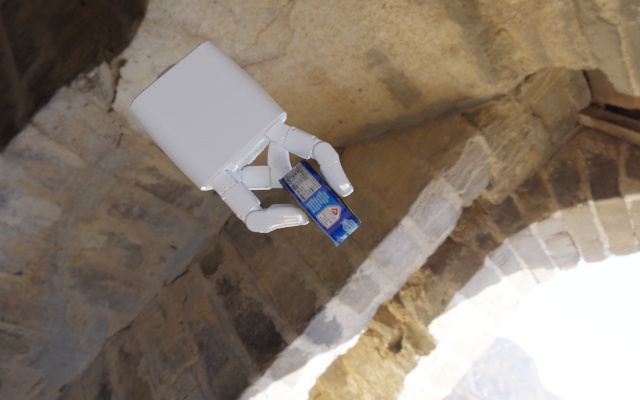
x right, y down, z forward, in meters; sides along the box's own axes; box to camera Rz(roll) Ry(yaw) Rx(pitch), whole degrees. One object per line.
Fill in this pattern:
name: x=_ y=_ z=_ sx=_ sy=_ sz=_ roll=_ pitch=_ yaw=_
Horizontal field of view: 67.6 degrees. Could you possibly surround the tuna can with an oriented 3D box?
tuna can: x=0.001 y=0.001 z=0.462 sx=0.034 sy=0.086 sz=0.086 roll=-41 pitch=-1 yaw=1
